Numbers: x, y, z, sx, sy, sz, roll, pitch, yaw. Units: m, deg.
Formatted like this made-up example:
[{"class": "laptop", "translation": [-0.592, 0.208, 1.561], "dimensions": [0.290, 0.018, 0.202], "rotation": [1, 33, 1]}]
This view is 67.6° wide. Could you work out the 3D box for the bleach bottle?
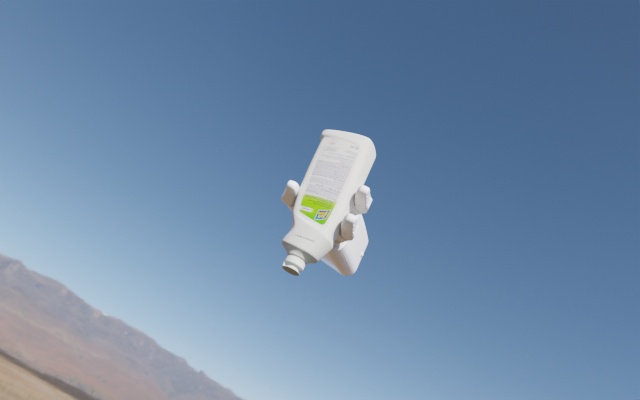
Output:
[{"class": "bleach bottle", "translation": [0.000, 0.002, 0.764], "dimensions": [0.102, 0.250, 0.068], "rotation": [13, -29, 26]}]
